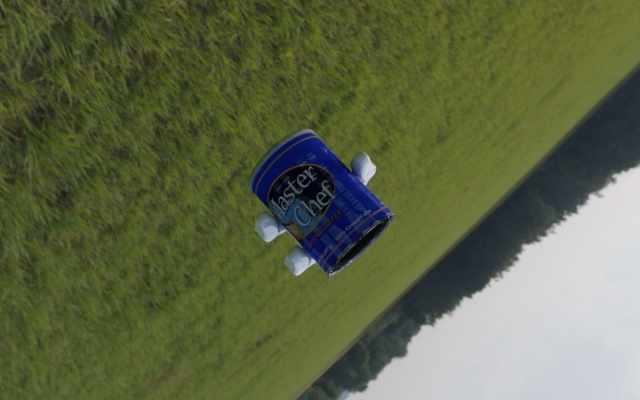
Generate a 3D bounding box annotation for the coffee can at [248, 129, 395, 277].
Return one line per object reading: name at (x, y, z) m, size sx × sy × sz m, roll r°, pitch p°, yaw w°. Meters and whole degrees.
coffee can at (0.000, 0.002, 0.551) m, size 0.103 × 0.140 × 0.103 m, roll -40°, pitch -15°, yaw -13°
